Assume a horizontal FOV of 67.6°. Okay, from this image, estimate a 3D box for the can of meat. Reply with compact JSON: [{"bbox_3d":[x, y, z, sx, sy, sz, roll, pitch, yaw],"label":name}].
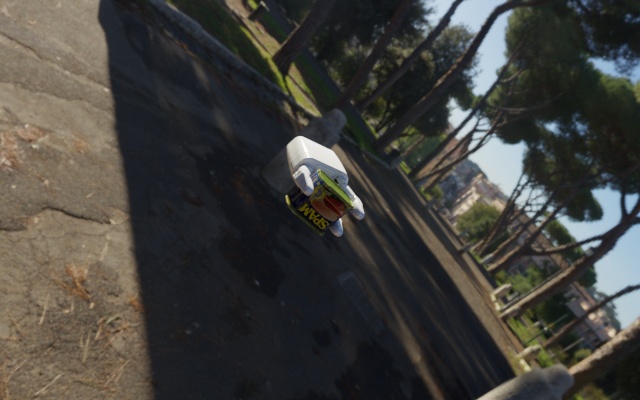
[{"bbox_3d":[0.000,0.003,0.896,0.102,0.084,0.057,42,16,-29],"label":"can of meat"}]
